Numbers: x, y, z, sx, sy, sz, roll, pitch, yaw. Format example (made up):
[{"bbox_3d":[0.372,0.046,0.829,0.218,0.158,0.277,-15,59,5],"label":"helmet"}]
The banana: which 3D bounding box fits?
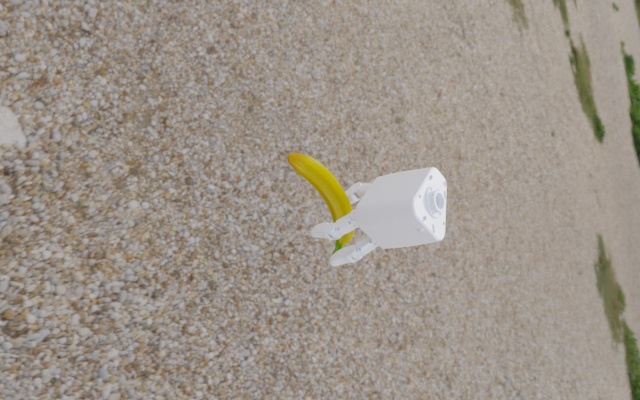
[{"bbox_3d":[0.012,-0.004,0.804,0.037,0.198,0.069,-9,24,46],"label":"banana"}]
